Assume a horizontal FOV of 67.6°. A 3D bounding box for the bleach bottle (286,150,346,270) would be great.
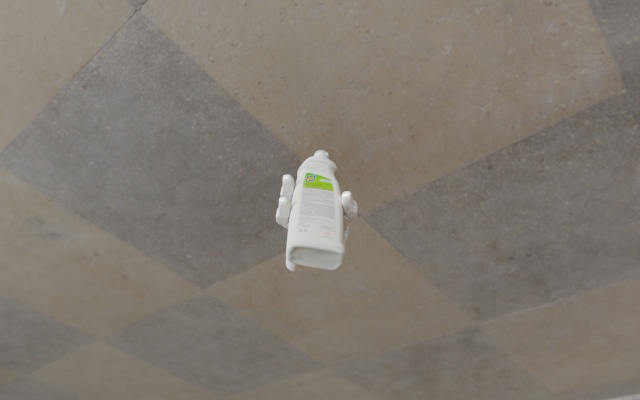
[{"bbox_3d":[0.000,0.003,0.872,0.102,0.250,0.068,10,-43,-4],"label":"bleach bottle"}]
